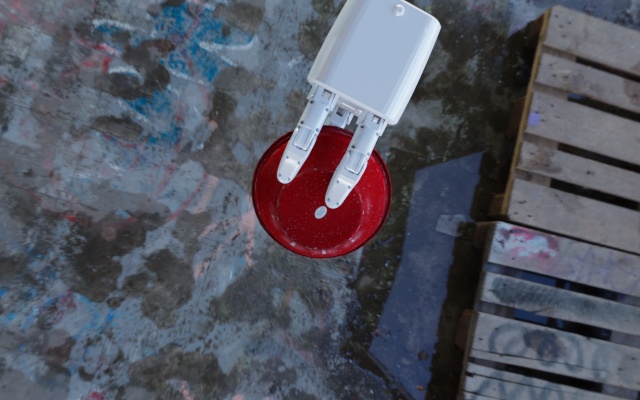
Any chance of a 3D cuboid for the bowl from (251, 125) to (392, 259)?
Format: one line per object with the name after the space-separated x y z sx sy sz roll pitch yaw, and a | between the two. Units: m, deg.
0.000 0.003 0.524 0.162 0.162 0.055 0 19 2 | bowl
